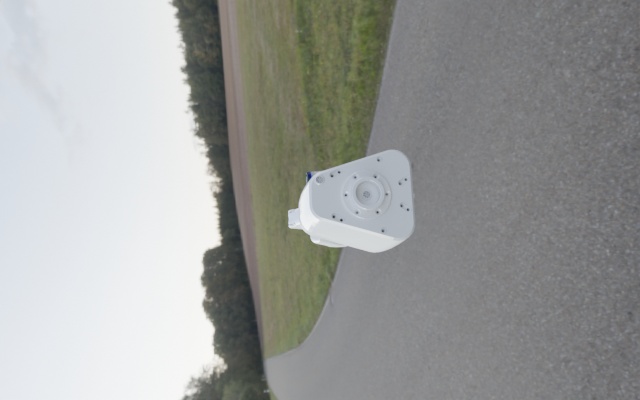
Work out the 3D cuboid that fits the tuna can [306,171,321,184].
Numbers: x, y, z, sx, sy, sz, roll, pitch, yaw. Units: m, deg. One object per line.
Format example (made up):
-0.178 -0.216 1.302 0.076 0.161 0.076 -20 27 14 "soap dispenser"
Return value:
0.000 0.002 0.648 0.034 0.086 0.086 -5 0 -4 "tuna can"
